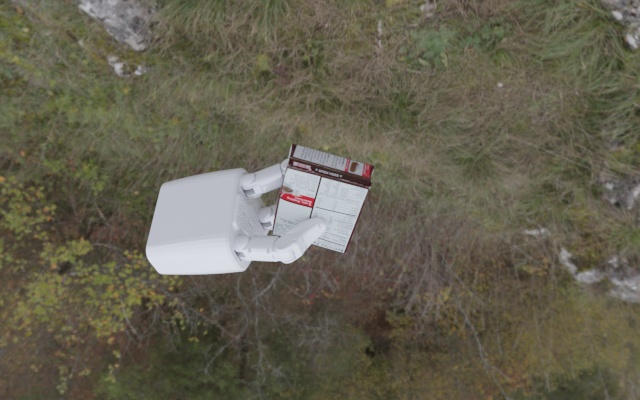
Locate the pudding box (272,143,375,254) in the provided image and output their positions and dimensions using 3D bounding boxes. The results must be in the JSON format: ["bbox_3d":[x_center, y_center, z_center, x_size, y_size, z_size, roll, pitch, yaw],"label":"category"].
[{"bbox_3d":[0.000,0.002,0.515,0.090,0.039,0.114,15,-44,-2],"label":"pudding box"}]
